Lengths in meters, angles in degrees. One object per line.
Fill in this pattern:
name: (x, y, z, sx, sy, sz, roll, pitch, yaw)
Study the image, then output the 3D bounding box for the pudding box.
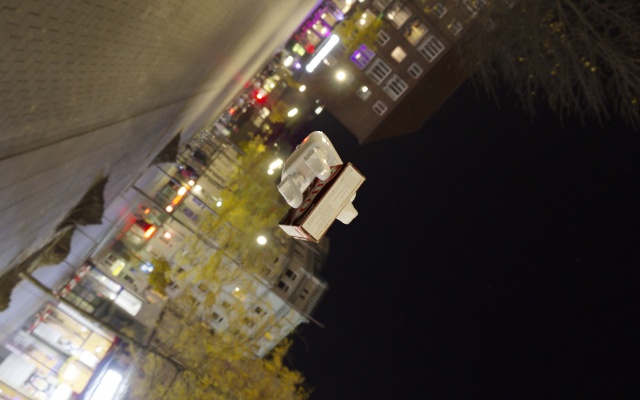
pudding box: (0.000, 0.002, 0.655, 0.039, 0.113, 0.090, 40, -15, -16)
